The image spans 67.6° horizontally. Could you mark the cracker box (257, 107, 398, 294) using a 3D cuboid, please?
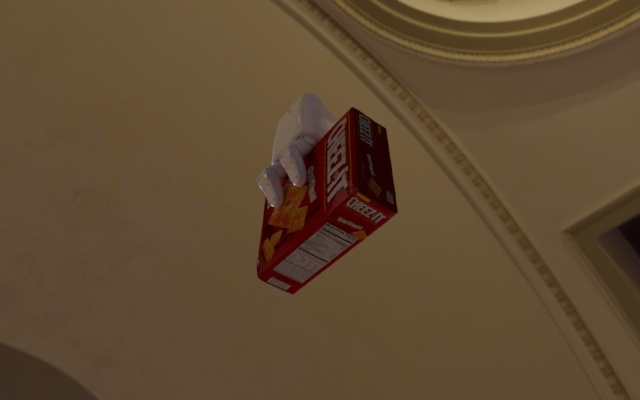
[{"bbox_3d":[0.000,0.002,0.647,0.072,0.164,0.214,28,-51,-25],"label":"cracker box"}]
